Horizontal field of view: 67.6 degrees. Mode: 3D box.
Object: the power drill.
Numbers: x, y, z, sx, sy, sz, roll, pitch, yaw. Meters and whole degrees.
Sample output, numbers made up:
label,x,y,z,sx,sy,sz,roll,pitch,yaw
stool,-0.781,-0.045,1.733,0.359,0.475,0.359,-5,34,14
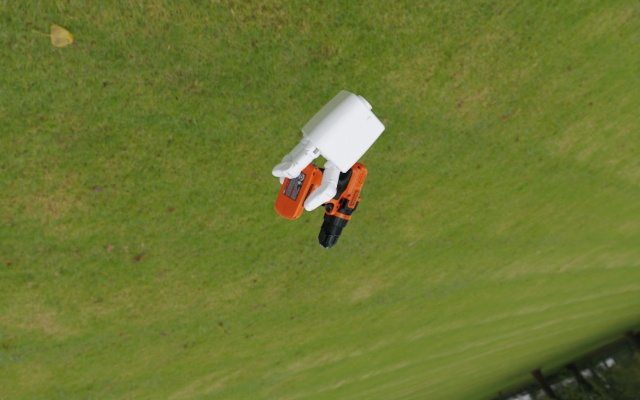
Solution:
label,x,y,z,sx,sy,sz,roll,pitch,yaw
power drill,0.000,0.003,0.897,0.057,0.184,0.188,26,10,35
